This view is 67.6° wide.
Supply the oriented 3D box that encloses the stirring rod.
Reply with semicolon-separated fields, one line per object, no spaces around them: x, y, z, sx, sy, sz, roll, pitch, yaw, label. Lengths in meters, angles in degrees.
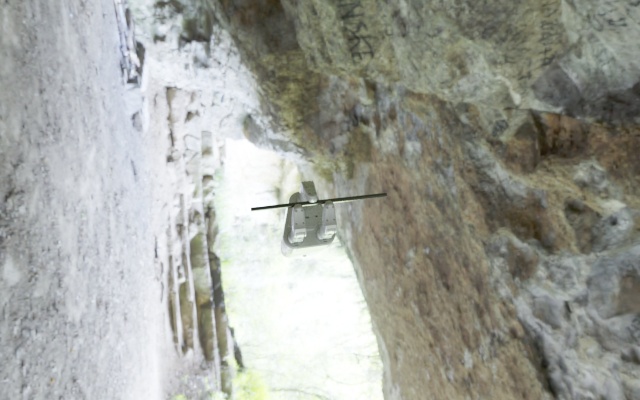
0.000;0.003;0.825;0.239;0.011;0.011;-6;1;-12;stirring rod
